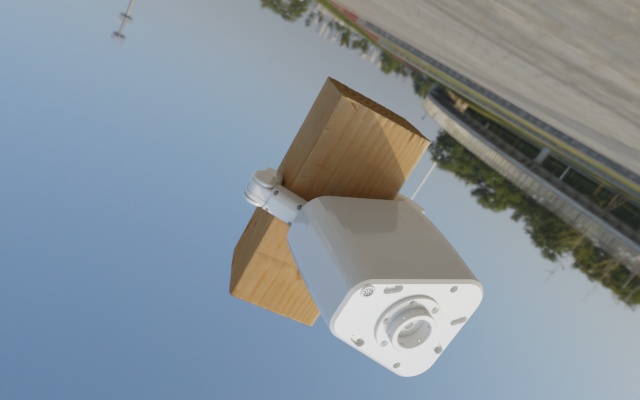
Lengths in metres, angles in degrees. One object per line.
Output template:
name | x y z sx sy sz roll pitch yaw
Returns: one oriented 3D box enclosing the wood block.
wood block | 0.000 0.002 0.452 0.091 0.206 0.090 26 18 -16
